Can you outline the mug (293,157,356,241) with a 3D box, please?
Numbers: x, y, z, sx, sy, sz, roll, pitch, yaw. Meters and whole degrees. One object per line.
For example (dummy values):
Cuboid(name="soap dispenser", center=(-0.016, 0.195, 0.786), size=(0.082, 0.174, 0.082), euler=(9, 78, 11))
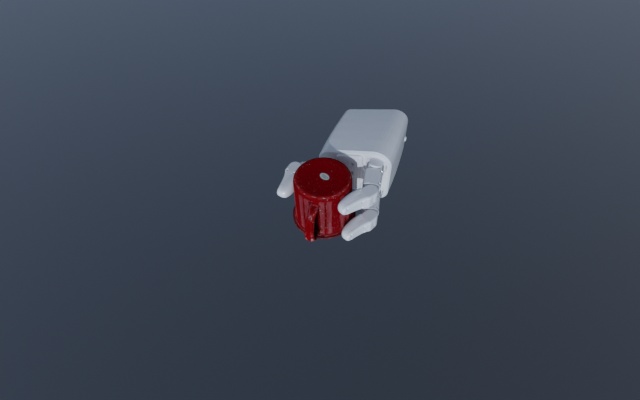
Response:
Cuboid(name="mug", center=(0.000, 0.003, 0.667), size=(0.093, 0.117, 0.082), euler=(14, -38, 14))
